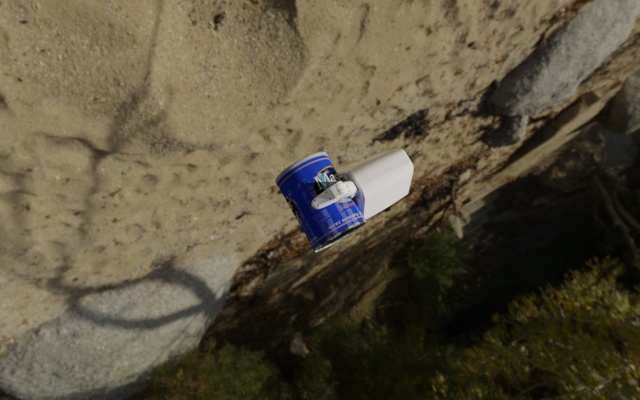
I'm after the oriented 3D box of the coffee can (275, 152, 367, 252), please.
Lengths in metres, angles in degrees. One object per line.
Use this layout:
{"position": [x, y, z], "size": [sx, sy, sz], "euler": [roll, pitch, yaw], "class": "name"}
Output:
{"position": [0.000, 0.003, 0.819], "size": [0.103, 0.140, 0.103], "euler": [-29, -10, -6], "class": "coffee can"}
